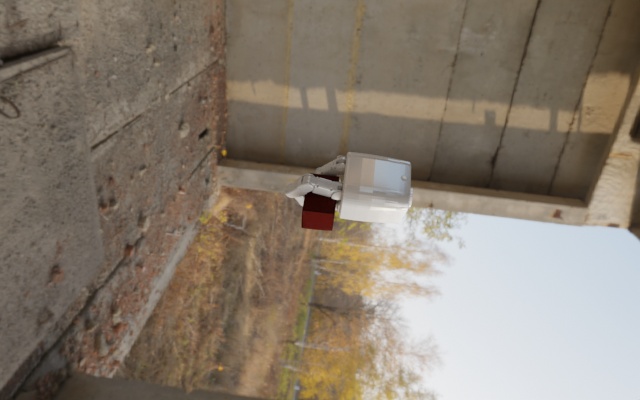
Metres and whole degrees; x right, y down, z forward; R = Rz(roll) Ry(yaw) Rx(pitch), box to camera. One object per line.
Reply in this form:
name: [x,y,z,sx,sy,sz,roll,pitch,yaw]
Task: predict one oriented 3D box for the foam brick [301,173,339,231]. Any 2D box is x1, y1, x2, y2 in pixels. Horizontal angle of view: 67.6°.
foam brick: [0.000,0.003,0.776,0.051,0.078,0.053,8,-34,2]
